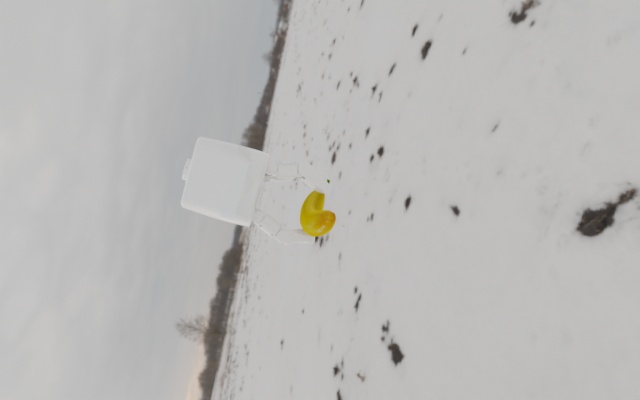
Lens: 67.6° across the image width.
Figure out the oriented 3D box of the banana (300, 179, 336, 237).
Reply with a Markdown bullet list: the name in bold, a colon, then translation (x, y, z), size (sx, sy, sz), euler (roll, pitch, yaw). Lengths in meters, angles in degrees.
- **banana**: translation (-0.007, 0.018, 0.724), size (0.037, 0.070, 0.197), euler (20, 16, -9)
